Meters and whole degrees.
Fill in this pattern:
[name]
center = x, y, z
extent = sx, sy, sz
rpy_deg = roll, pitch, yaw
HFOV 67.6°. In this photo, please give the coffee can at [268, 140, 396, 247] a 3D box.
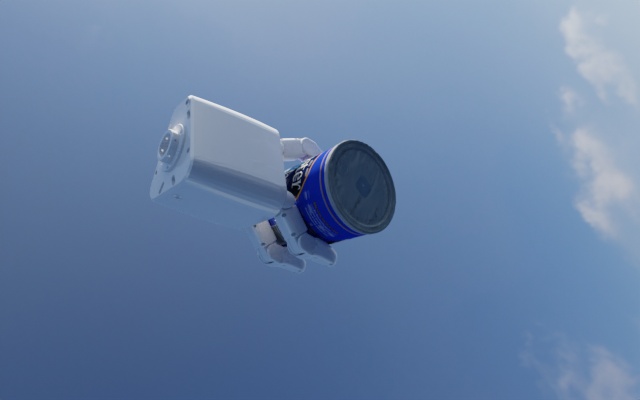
[coffee can]
center = 0.000, 0.002, 0.549
extent = 0.103, 0.102, 0.140
rpy_deg = 0, -15, -43
